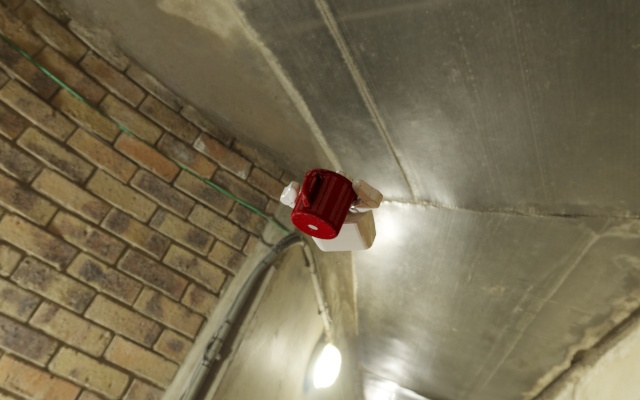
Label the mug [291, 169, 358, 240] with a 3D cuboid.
[{"bbox_3d":[0.000,0.002,0.748,0.093,0.081,0.117,10,-30,26],"label":"mug"}]
